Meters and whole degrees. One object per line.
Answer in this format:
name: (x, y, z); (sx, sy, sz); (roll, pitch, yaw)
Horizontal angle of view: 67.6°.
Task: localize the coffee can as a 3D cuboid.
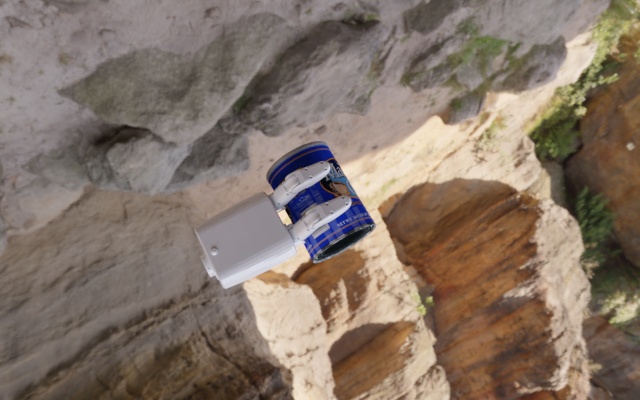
coffee can: (0.000, 0.002, 0.677); (0.103, 0.140, 0.103); (-28, -15, -9)
